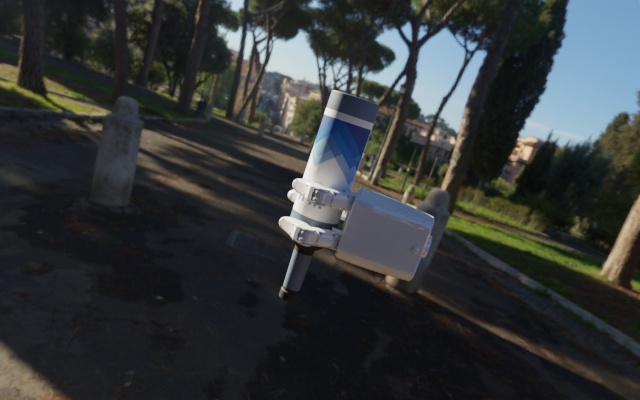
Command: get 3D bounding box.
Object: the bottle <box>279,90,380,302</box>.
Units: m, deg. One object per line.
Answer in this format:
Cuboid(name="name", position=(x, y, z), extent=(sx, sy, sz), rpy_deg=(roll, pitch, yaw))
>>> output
Cuboid(name="bottle", position=(0.000, 0.002, 0.654), extent=(0.069, 0.296, 0.069), rpy_deg=(18, 11, -3))
